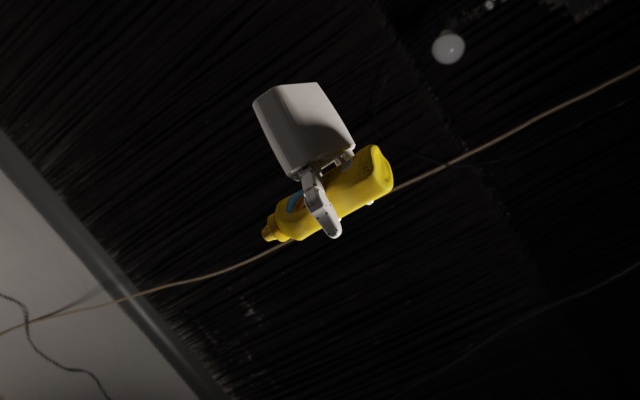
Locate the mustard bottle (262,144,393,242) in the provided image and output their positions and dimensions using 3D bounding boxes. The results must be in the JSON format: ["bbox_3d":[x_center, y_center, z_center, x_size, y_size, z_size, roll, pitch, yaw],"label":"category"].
[{"bbox_3d":[0.000,0.002,0.624,0.192,0.058,0.096,-31,20,21],"label":"mustard bottle"}]
